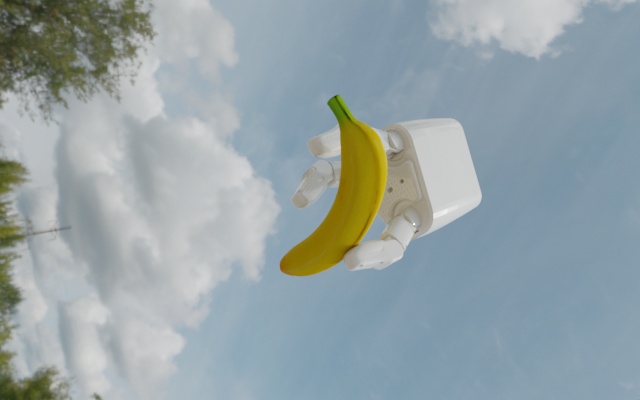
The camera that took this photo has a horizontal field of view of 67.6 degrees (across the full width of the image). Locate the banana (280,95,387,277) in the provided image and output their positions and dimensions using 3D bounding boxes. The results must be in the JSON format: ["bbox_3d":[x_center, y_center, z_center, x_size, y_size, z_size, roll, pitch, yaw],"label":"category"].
[{"bbox_3d":[0.014,0.010,0.418,0.069,0.198,0.037,40,40,27],"label":"banana"}]
